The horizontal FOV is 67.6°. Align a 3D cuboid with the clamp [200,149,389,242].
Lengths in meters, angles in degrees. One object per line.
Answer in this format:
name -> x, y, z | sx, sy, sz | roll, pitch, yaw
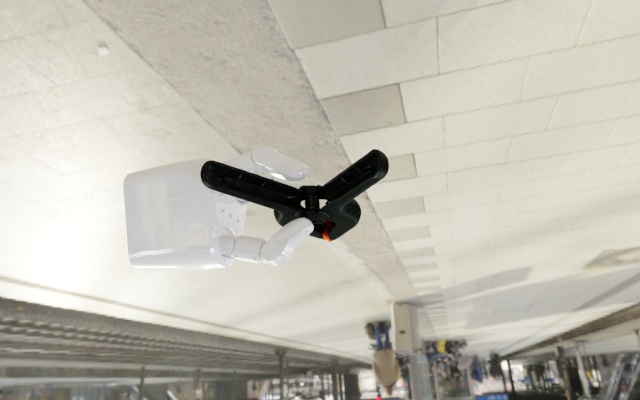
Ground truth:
clamp -> 0.000, 0.003, 0.486 | 0.164, 0.036, 0.210 | -4, -21, 17
